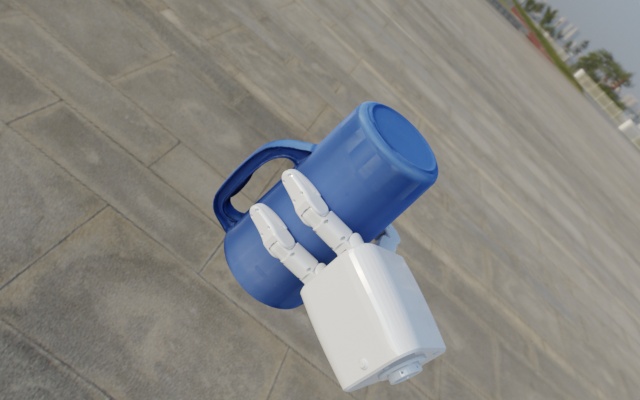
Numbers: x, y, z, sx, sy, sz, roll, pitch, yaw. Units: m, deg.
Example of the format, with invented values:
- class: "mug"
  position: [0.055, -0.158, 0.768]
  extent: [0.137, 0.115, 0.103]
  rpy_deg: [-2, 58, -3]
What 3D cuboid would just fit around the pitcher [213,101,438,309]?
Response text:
- class: "pitcher"
  position: [0.000, 0.002, 0.530]
  extent: [0.149, 0.145, 0.243]
  rpy_deg: [9, -43, -45]
